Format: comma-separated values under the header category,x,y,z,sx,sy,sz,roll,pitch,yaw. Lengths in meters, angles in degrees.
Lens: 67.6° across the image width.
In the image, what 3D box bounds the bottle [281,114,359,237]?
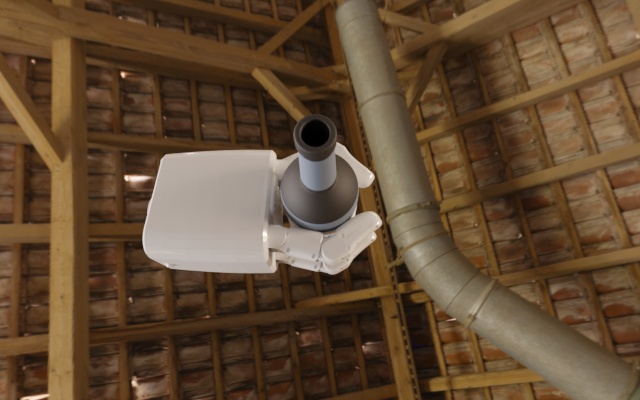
category,x,y,z,sx,sy,sz,roll,pitch,yaw
bottle,0.000,0.002,0.440,0.069,0.069,0.296,0,-17,1
